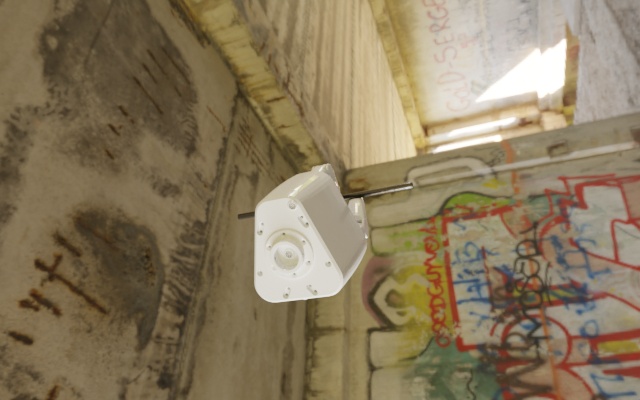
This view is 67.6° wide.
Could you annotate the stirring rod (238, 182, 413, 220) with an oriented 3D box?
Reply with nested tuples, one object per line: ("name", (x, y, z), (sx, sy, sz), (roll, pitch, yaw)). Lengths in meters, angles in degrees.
("stirring rod", (0.000, 0.002, 0.620), (0.239, 0.011, 0.011), (-10, -3, 18))
